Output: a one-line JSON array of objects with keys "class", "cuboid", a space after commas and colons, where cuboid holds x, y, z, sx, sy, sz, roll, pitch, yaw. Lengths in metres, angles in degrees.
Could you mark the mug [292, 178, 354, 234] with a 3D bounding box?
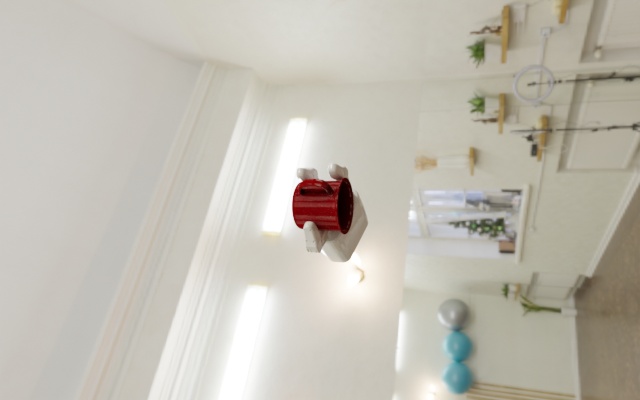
[{"class": "mug", "cuboid": [-0.001, 0.002, 0.779, 0.081, 0.093, 0.117, 1, -29, 20]}]
